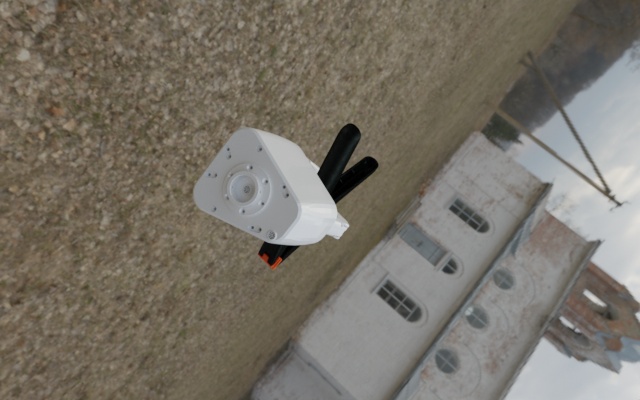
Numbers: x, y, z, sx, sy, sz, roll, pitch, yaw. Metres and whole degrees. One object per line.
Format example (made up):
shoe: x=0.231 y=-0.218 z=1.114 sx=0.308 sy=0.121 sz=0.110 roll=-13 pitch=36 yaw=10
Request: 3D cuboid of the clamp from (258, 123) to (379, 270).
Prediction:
clamp: x=0.000 y=0.003 z=0.627 sx=0.036 sy=0.210 sz=0.164 roll=42 pitch=9 yaw=18
